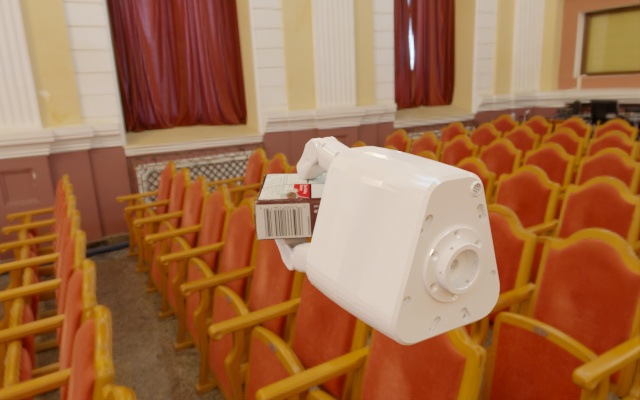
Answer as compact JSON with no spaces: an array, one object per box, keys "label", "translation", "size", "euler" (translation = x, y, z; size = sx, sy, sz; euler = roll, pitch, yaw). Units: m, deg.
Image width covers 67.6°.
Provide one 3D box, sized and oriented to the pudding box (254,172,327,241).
[{"label":"pudding box","translation":[0.000,0.001,0.437],"size":[0.113,0.039,0.090],"euler":[-1,17,-1]}]
